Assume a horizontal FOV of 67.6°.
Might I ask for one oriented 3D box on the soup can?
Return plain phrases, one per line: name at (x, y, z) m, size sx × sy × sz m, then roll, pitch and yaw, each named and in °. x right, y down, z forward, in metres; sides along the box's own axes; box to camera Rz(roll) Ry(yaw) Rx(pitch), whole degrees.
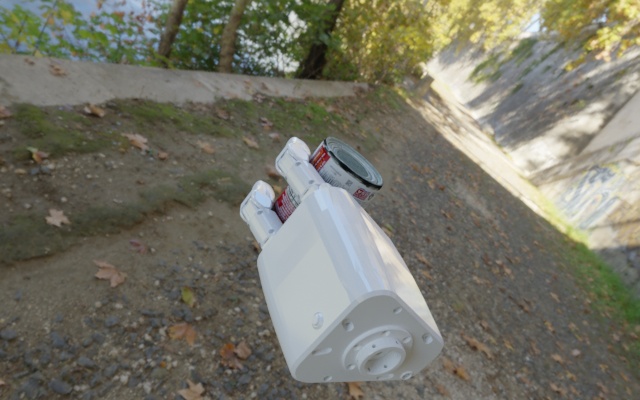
soup can at (0.000, 0.001, 0.437) m, size 0.068 × 0.102 × 0.068 m, roll 34°, pitch 21°, yaw -15°
